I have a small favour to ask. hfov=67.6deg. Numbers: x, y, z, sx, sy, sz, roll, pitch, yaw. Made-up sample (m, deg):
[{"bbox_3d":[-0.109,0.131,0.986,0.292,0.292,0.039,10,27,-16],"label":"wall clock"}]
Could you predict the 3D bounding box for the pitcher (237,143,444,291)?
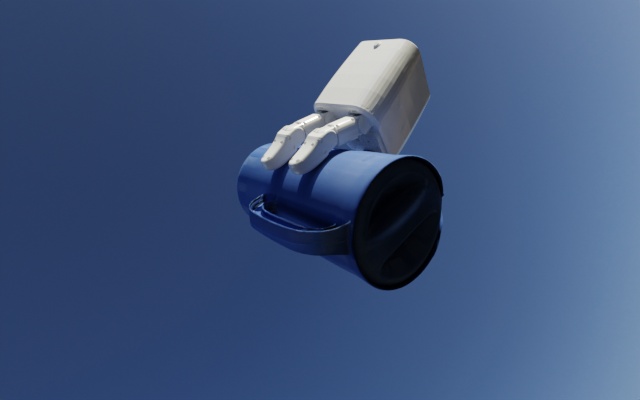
[{"bbox_3d":[0.000,0.002,0.536,0.243,0.145,0.149,17,-19,49],"label":"pitcher"}]
